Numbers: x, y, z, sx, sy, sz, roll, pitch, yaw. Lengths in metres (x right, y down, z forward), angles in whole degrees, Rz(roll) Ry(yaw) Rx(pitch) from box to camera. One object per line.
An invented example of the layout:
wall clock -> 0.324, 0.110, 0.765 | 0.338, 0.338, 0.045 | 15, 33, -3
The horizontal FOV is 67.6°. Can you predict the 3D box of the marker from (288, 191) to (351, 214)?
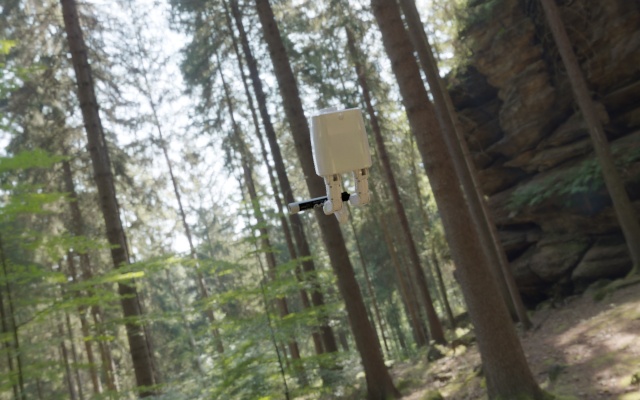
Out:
marker -> 0.000, 0.003, 0.880 | 0.121, 0.020, 0.020 | -12, 4, -20
